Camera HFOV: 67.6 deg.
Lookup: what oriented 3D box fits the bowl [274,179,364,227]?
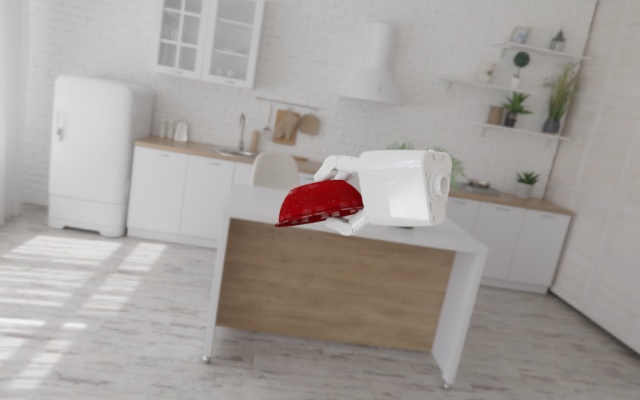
[{"bbox_3d":[-0.001,0.002,0.781,0.162,0.055,0.162,-11,-6,-1],"label":"bowl"}]
